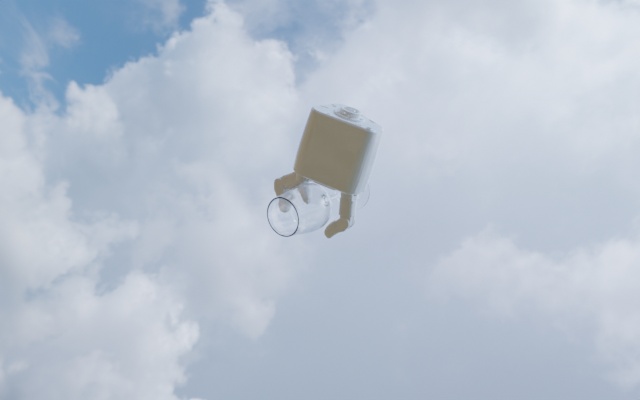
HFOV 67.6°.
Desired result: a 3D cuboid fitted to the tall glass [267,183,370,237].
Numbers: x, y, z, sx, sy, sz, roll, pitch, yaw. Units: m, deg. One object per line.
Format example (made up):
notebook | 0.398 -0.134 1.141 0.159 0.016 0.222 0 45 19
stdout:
tall glass | 0.001 0.003 0.787 0.079 0.079 0.201 0 13 36
